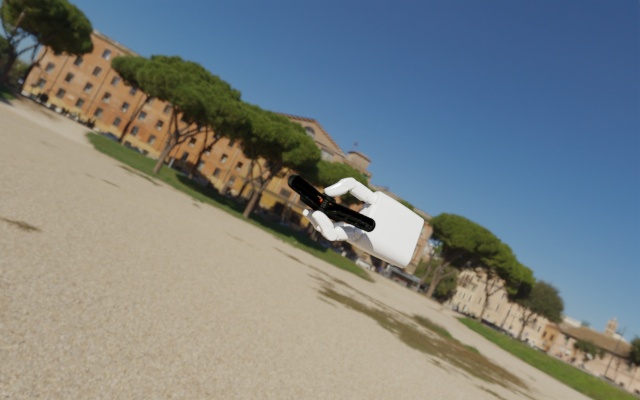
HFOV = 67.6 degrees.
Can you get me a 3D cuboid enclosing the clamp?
[{"bbox_3d":[0.001,0.002,0.868,0.164,0.036,0.210,32,-6,-12],"label":"clamp"}]
